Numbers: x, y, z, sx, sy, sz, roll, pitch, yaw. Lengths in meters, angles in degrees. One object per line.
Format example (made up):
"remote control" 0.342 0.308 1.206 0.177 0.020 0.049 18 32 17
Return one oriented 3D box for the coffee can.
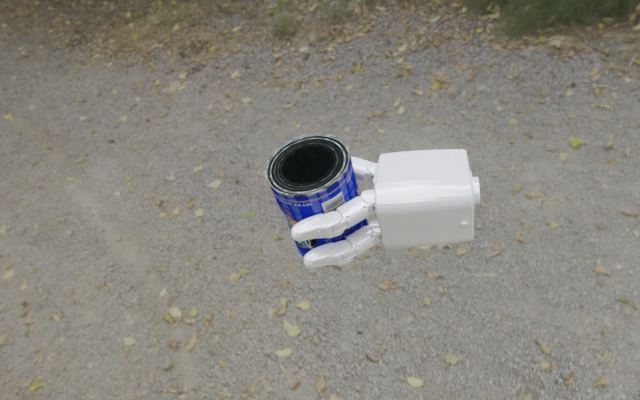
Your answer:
"coffee can" 0.000 0.002 0.600 0.103 0.102 0.140 0 -41 18
